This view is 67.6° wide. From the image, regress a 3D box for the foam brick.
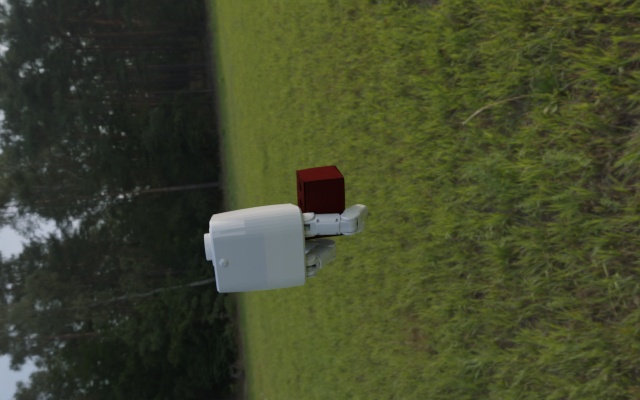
[{"bbox_3d":[0.000,0.002,0.593,0.051,0.078,0.053,-5,20,-10],"label":"foam brick"}]
